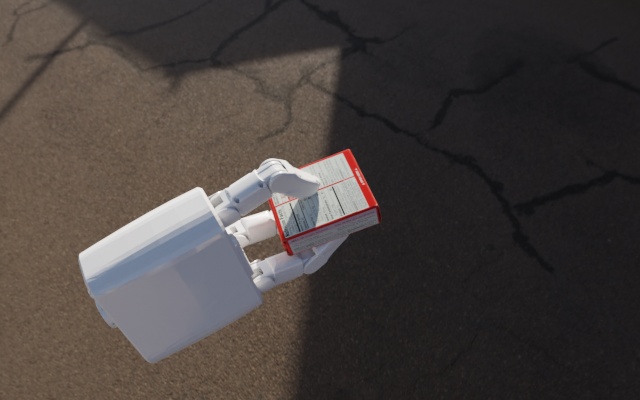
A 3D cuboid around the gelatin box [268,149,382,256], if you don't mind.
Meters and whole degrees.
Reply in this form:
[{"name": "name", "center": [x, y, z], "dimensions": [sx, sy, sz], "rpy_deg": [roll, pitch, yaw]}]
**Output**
[{"name": "gelatin box", "center": [0.000, 0.001, 0.431], "dimensions": [0.089, 0.073, 0.030], "rpy_deg": [-21, -38, -2]}]
